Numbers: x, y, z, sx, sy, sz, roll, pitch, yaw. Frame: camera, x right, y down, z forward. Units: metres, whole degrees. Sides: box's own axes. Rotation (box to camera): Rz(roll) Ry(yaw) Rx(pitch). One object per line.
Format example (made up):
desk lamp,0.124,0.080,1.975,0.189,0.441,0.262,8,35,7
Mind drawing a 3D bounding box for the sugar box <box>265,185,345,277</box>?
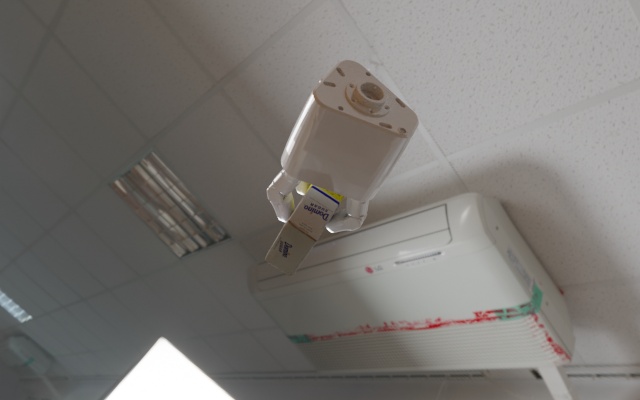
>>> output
sugar box,0.000,0.001,0.594,0.048,0.176,0.093,35,-41,2
